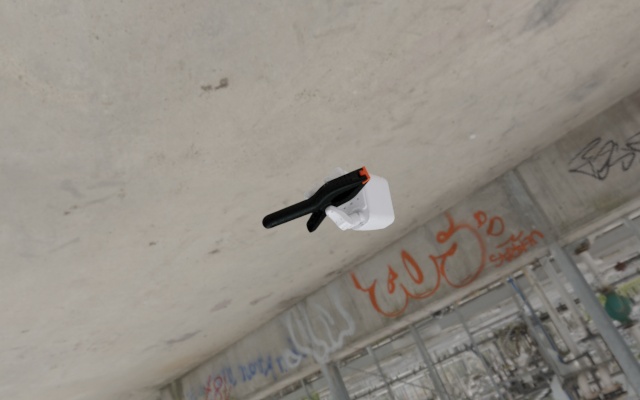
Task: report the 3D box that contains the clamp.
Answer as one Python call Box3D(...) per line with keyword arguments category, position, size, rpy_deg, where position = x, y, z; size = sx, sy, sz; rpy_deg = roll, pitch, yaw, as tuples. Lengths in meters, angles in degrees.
Box3D(category="clamp", position=(0.001, 0.003, 0.899), size=(0.210, 0.036, 0.164), rpy_deg=(-37, -23, 30))
